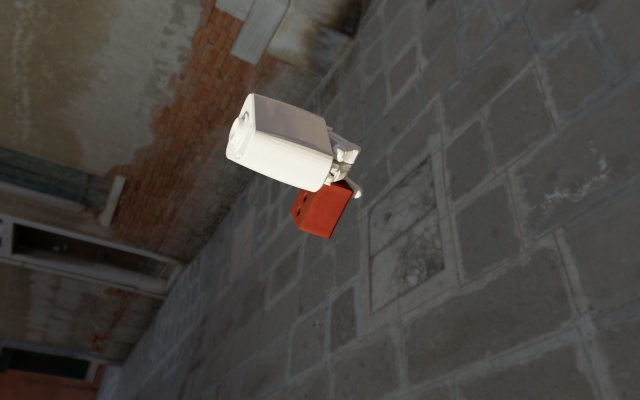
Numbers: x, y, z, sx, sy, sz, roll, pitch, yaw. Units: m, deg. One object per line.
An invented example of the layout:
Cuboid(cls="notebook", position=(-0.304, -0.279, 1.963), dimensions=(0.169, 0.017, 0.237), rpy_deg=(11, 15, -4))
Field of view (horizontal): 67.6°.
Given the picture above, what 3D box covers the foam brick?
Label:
Cuboid(cls="foam brick", position=(0.000, 0.002, 0.652), dimensions=(0.051, 0.078, 0.053), rpy_deg=(16, 20, -26))
